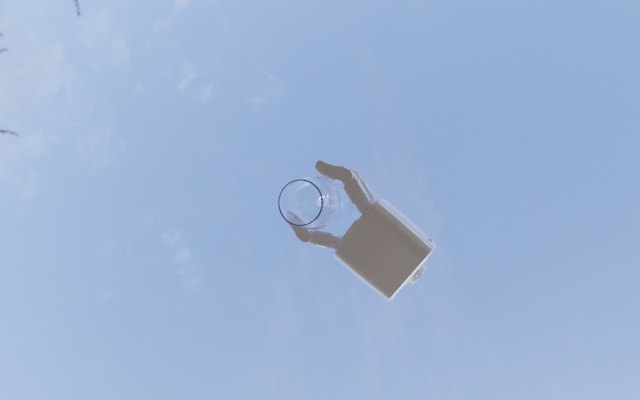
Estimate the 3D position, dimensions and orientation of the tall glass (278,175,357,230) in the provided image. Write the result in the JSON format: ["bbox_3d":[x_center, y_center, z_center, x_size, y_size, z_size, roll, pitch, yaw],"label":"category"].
[{"bbox_3d":[0.000,0.002,0.719,0.079,0.079,0.201,0,0,16],"label":"tall glass"}]
